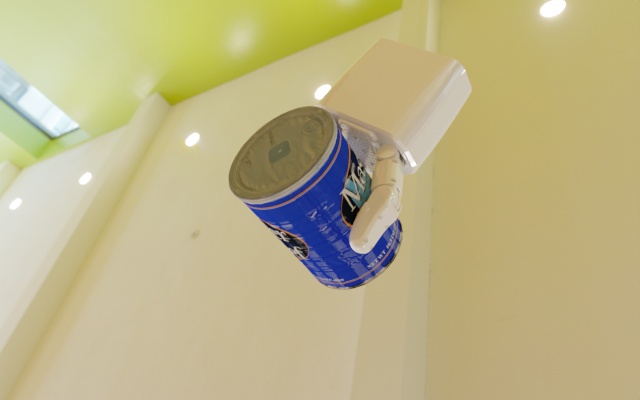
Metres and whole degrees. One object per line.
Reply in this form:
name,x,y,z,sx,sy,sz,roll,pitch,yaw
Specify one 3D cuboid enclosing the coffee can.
coffee can,0.000,0.001,0.432,0.103,0.102,0.140,0,-38,38
